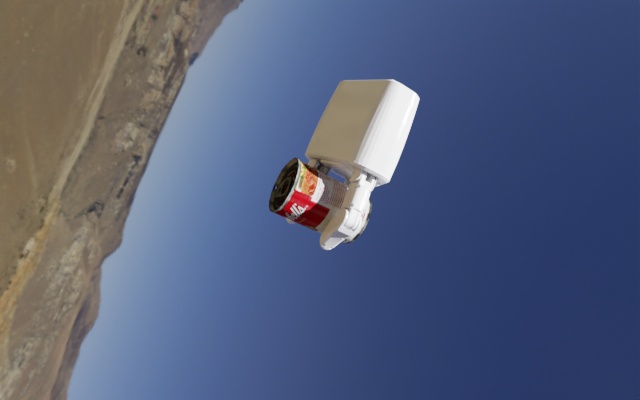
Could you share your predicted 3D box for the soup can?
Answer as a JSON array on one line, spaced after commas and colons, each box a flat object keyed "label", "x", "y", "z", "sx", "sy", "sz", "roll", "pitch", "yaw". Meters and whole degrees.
[{"label": "soup can", "x": 0.000, "y": 0.002, "z": 0.561, "sx": 0.102, "sy": 0.068, "sz": 0.068, "roll": 25, "pitch": -10, "yaw": -22}]
